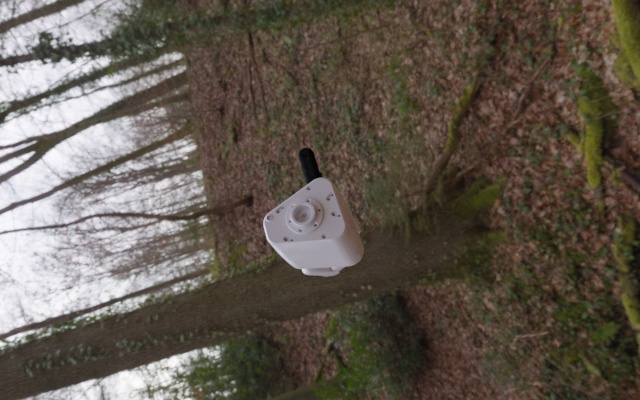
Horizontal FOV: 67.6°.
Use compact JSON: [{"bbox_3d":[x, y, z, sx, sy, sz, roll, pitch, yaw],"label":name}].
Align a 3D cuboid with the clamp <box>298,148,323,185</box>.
[{"bbox_3d":[0.000,0.003,0.752,0.039,0.171,0.120,-21,-27,7],"label":"clamp"}]
